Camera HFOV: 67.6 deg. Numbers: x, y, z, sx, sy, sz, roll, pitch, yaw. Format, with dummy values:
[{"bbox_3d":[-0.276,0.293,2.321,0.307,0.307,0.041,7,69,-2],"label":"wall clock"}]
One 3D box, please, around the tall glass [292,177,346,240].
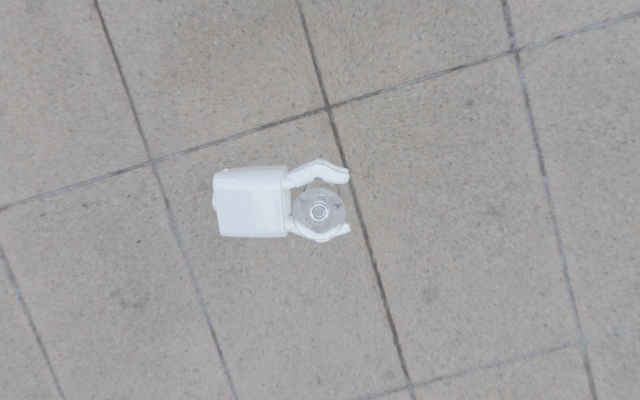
[{"bbox_3d":[0.000,0.003,0.756,0.079,0.079,0.201,0,10,2],"label":"tall glass"}]
